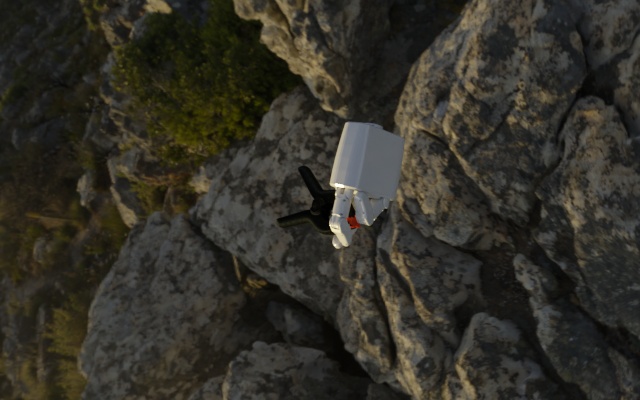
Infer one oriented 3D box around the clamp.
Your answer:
[{"bbox_3d":[0.000,0.003,0.833,0.171,0.120,0.039,11,-2,37],"label":"clamp"}]
